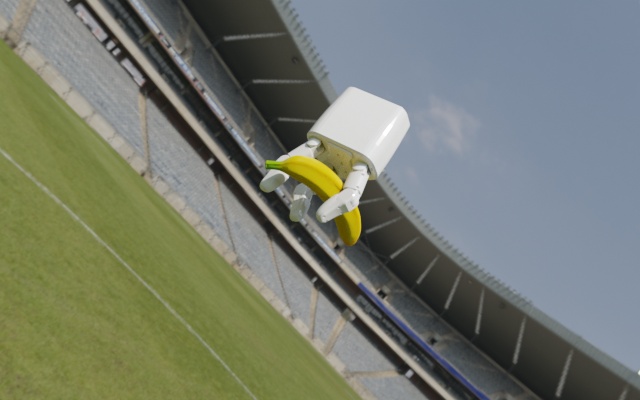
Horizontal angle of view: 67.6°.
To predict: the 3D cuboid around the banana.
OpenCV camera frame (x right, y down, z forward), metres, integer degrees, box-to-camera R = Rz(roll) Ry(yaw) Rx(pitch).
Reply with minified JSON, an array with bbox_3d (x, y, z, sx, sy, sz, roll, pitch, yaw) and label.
[{"bbox_3d":[0.012,-0.003,0.672,0.069,0.037,0.198,-12,-47,42],"label":"banana"}]
